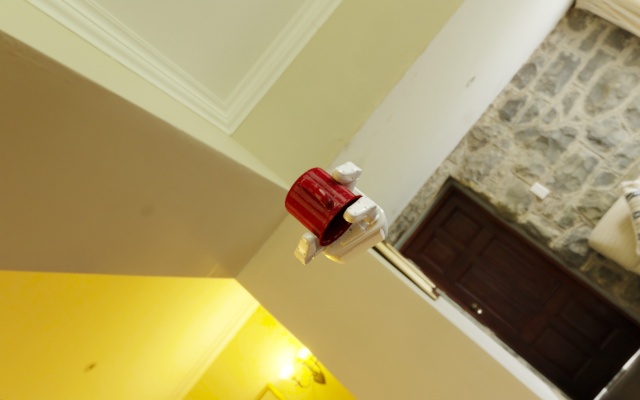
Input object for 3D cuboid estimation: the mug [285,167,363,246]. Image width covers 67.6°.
[{"bbox_3d":[0.000,0.002,0.681,0.081,0.093,0.117,40,-5,21],"label":"mug"}]
